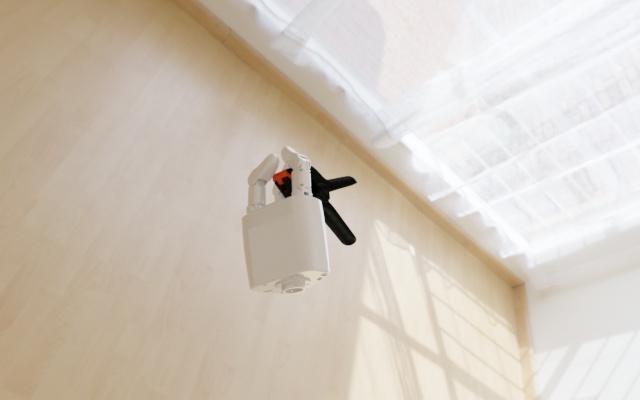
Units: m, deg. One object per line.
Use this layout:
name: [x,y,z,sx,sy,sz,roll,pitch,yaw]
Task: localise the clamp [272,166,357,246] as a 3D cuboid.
clamp: [0.000,0.002,0.731,0.171,0.120,0.039,14,-33,-41]
